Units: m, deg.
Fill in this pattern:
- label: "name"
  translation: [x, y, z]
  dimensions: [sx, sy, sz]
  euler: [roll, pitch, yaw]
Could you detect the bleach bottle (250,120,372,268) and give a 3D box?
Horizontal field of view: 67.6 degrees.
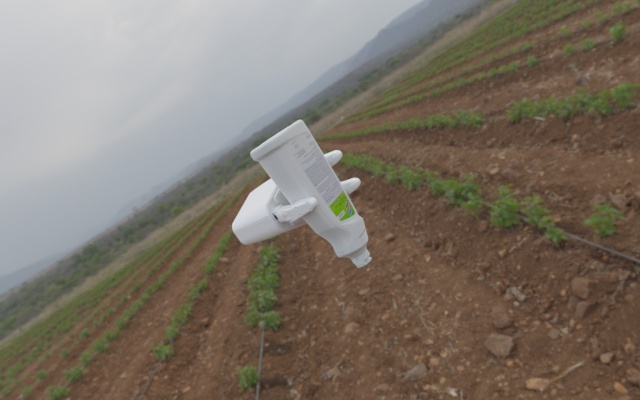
- label: "bleach bottle"
  translation: [0.000, 0.002, 0.753]
  dimensions: [0.068, 0.251, 0.102]
  euler: [-24, 14, 41]
